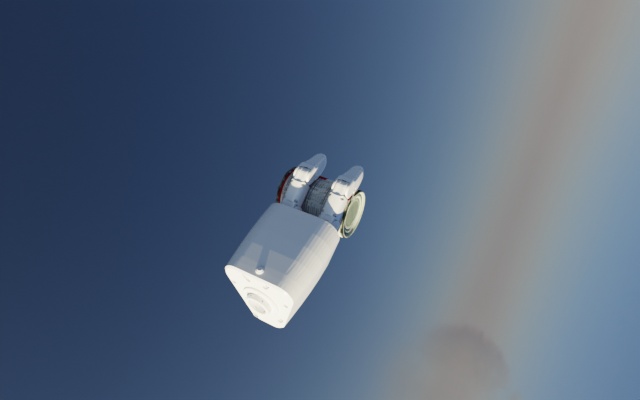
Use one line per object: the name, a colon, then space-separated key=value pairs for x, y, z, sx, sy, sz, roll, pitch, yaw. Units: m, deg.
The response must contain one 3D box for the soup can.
soup can: x=0.001 y=0.002 z=0.640 sx=0.102 sy=0.068 sz=0.068 roll=20 pitch=8 yaw=22
